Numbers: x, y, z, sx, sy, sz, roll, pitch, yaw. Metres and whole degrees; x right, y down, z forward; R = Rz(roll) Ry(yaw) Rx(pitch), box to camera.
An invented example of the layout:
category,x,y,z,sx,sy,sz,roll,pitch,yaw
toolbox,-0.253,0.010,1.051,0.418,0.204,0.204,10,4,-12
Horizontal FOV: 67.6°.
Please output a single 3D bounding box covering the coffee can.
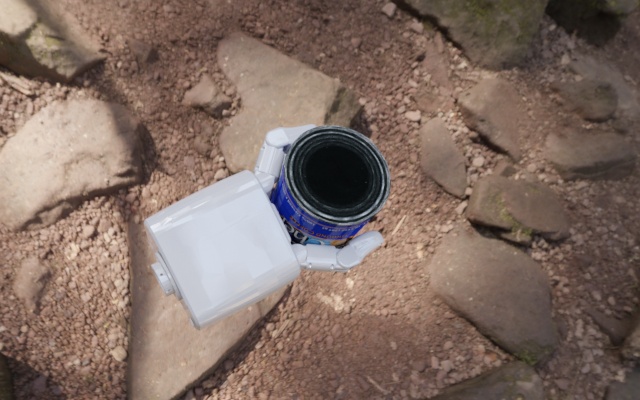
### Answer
category,x,y,z,sx,sy,sz,roll,pitch,yaw
coffee can,0.000,0.002,0.500,0.103,0.102,0.140,0,-23,-15
